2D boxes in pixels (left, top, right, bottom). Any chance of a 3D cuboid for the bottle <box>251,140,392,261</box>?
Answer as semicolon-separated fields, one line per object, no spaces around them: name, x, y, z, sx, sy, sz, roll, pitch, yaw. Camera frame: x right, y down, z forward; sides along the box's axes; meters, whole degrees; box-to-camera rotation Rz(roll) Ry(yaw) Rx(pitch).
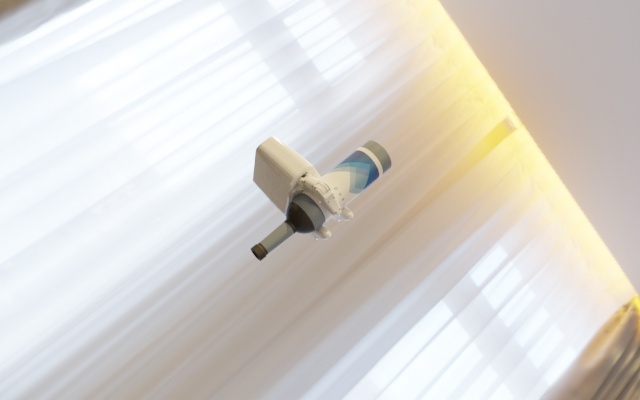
bottle;0.000;0.003;0.839;0.295;0.069;0.069;-39;15;-19
